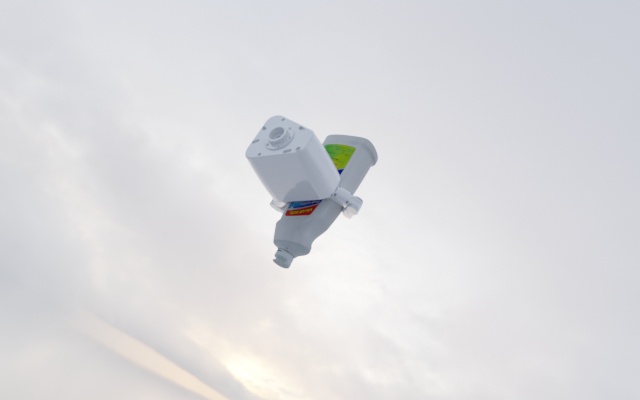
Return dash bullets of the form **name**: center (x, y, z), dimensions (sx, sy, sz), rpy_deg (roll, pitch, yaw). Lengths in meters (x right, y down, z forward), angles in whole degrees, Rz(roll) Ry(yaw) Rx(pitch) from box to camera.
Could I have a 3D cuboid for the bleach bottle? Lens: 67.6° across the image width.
- **bleach bottle**: center (0.000, 0.003, 0.797), dimensions (0.102, 0.250, 0.068), rpy_deg (12, -30, 33)
